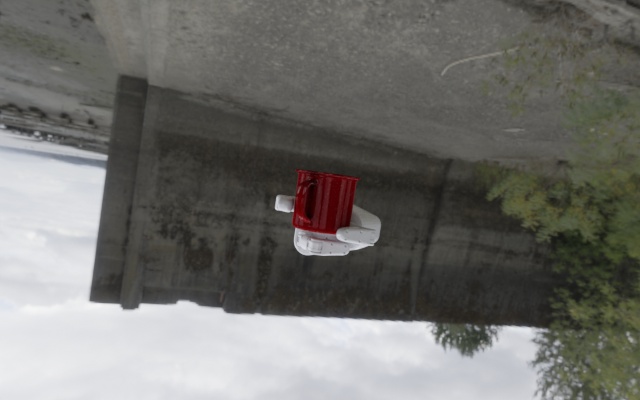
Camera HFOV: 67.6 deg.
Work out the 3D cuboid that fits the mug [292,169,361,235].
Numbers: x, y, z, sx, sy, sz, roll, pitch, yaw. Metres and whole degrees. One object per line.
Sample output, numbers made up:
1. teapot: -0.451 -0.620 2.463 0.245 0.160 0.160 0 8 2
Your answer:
1. mug: 0.000 0.002 0.661 0.093 0.081 0.117 9 2 25
